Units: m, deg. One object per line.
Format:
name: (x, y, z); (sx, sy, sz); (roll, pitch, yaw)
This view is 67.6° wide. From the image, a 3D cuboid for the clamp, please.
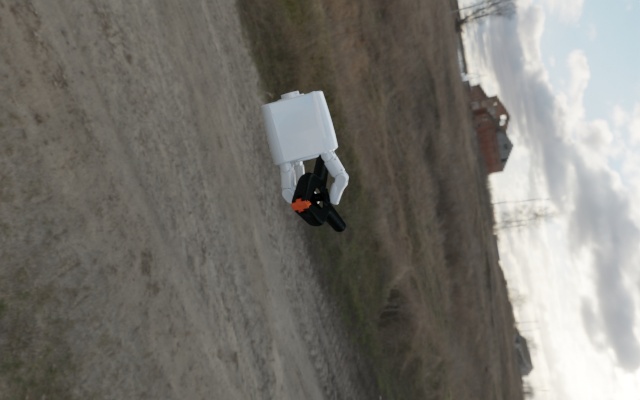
clamp: (0.001, 0.003, 0.862); (0.036, 0.164, 0.210); (-12, 11, 19)
